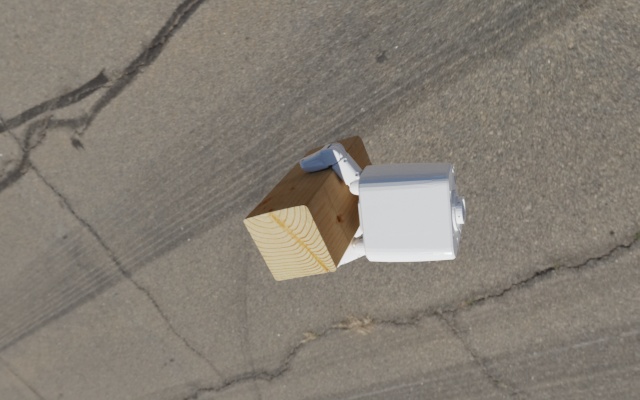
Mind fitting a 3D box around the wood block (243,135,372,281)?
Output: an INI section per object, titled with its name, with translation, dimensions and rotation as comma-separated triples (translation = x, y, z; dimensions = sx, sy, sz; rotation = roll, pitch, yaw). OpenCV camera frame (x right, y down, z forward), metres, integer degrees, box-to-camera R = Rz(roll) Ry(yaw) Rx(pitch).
[wood block]
translation = 0.000, 0.002, 0.627
dimensions = 0.090, 0.091, 0.206
rotation = -14, 22, 29
